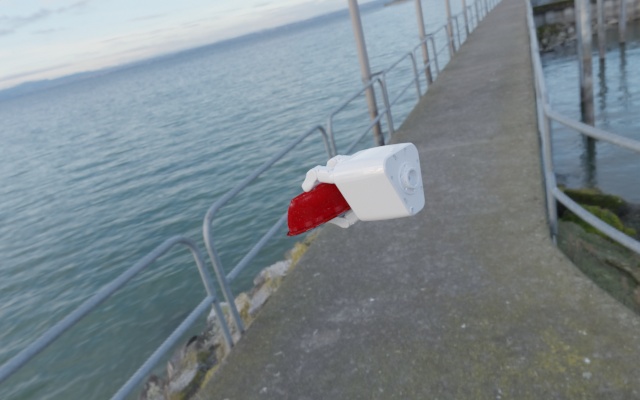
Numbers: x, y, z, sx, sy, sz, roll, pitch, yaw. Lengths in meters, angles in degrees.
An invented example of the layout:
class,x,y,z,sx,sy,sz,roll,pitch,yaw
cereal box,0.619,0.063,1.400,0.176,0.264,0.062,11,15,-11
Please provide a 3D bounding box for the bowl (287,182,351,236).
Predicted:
class,x,y,z,sx,sy,sz,roll,pitch,yaw
bowl,-0.001,0.003,0.854,0.162,0.055,0.162,-28,5,3
